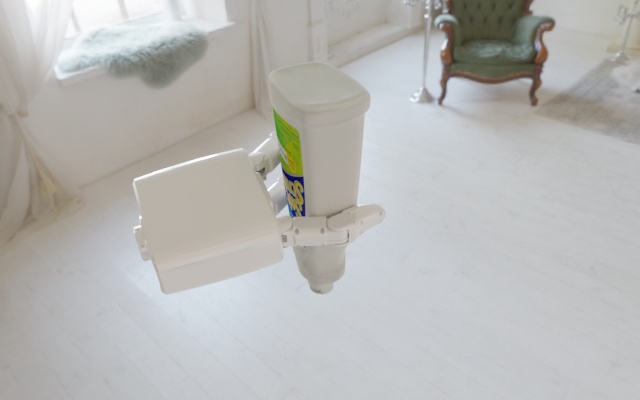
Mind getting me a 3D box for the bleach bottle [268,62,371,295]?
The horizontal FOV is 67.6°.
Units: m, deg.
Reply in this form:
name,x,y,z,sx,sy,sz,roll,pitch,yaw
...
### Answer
name,x,y,z,sx,sy,sz,roll,pitch,yaw
bleach bottle,0.000,0.001,0.469,0.068,0.251,0.102,-17,39,-18
